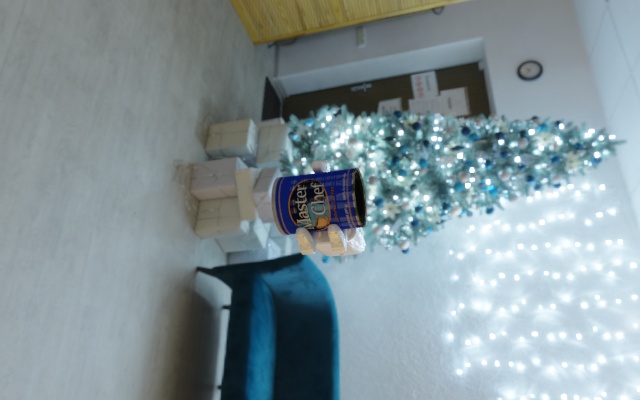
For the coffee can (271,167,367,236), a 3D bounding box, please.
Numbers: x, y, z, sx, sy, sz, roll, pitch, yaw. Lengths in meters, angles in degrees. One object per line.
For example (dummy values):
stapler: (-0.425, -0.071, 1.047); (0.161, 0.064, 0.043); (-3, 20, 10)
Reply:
coffee can: (0.000, 0.003, 0.812); (0.140, 0.103, 0.103); (-6, -2, 15)
